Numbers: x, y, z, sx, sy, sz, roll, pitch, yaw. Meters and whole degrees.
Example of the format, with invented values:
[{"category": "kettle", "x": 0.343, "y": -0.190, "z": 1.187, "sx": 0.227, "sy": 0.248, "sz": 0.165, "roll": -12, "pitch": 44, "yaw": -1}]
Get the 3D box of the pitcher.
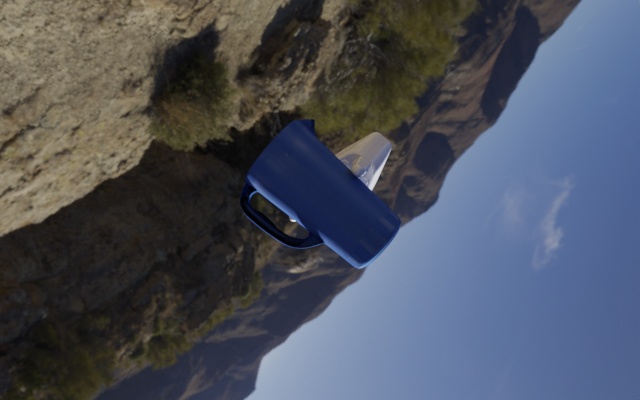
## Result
[{"category": "pitcher", "x": 0.000, "y": 0.002, "z": 0.769, "sx": 0.149, "sy": 0.243, "sz": 0.145, "roll": -49, "pitch": 0, "yaw": 38}]
